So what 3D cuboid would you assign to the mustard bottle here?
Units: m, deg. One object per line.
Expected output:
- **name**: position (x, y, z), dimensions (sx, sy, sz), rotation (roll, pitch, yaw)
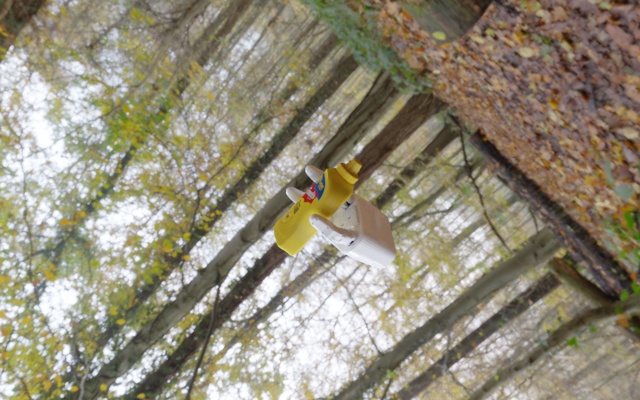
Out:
- **mustard bottle**: position (0.000, 0.003, 0.816), dimensions (0.058, 0.192, 0.096), rotation (38, 18, -17)
